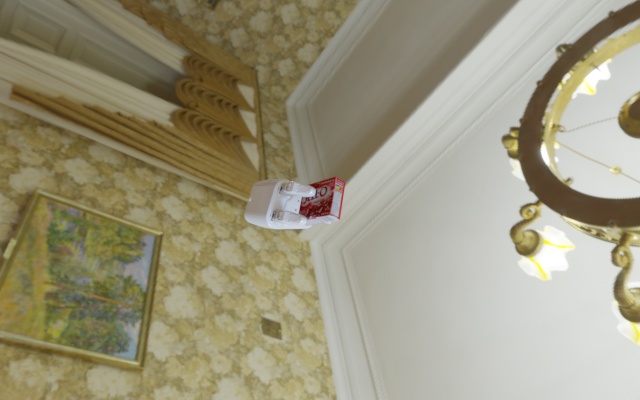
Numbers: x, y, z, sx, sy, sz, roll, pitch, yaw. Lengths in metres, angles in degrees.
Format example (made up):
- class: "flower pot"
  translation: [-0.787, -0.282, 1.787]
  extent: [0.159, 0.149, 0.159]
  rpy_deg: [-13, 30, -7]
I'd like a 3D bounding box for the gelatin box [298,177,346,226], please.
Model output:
- class: "gelatin box"
  translation: [0.001, 0.003, 0.856]
  extent: [0.030, 0.073, 0.089]
  rpy_deg: [27, -27, -37]
